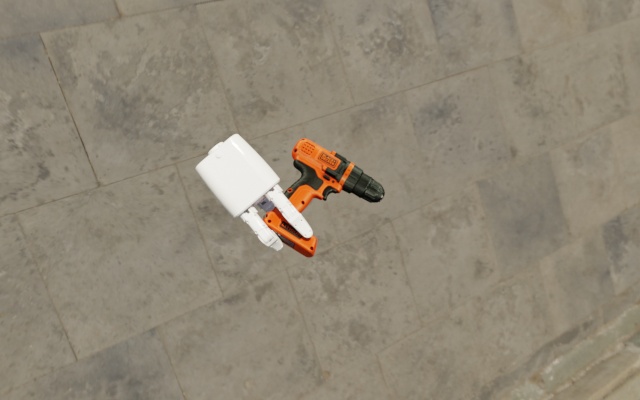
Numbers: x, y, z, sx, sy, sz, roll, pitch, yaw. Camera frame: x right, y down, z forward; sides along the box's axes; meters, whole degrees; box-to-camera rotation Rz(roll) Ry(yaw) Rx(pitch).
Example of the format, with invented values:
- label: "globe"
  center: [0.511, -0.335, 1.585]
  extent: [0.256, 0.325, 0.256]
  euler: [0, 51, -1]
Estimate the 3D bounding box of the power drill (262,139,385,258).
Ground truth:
- label: "power drill"
  center: [0.000, 0.003, 0.838]
  extent: [0.184, 0.187, 0.057]
  euler: [30, -21, 4]
